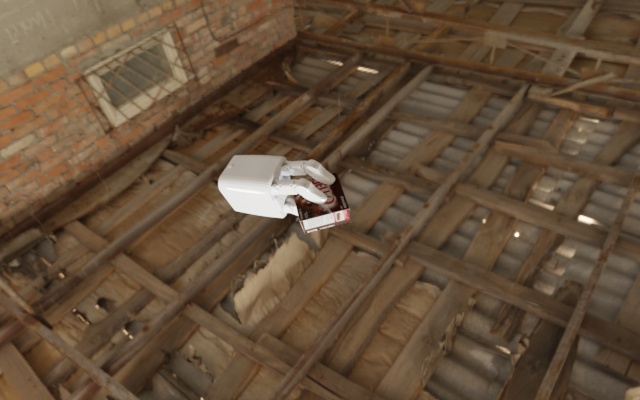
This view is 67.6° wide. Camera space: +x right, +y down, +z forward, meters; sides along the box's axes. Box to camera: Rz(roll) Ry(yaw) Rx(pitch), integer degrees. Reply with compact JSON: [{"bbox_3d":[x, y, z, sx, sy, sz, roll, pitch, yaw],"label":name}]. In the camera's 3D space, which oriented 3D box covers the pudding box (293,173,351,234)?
[{"bbox_3d":[0.000,0.003,0.871,0.090,0.039,0.113,-15,42,-1],"label":"pudding box"}]
